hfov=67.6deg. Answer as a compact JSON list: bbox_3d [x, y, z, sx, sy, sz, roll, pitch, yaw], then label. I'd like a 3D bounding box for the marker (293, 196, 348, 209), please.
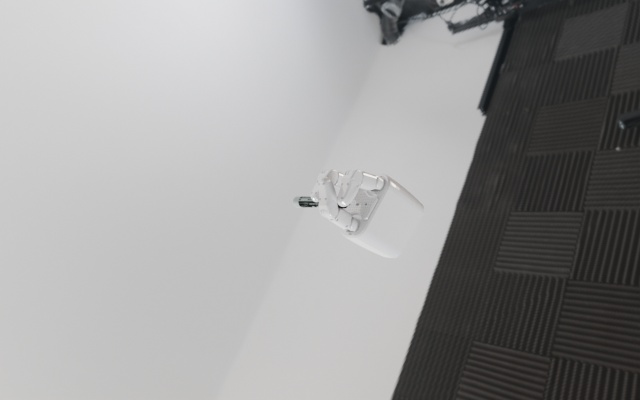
[{"bbox_3d":[0.000,0.002,0.755,0.020,0.020,0.121,0,0,-41],"label":"marker"}]
